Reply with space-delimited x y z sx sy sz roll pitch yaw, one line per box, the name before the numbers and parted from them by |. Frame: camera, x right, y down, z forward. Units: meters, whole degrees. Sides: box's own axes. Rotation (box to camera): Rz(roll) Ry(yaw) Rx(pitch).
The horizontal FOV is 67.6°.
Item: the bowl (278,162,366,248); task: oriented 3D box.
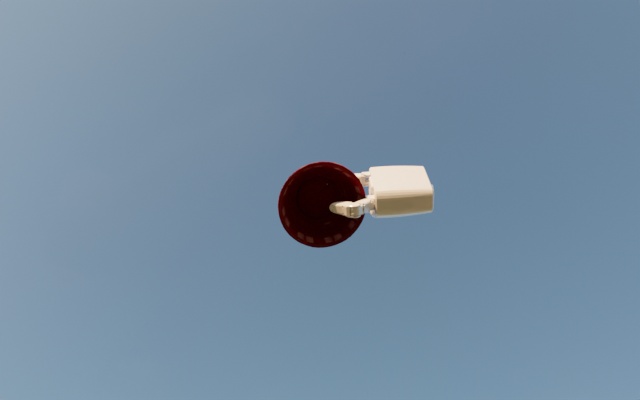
bowl | -0.001 0.003 0.881 0.162 0.162 0.055 0 16 -10
